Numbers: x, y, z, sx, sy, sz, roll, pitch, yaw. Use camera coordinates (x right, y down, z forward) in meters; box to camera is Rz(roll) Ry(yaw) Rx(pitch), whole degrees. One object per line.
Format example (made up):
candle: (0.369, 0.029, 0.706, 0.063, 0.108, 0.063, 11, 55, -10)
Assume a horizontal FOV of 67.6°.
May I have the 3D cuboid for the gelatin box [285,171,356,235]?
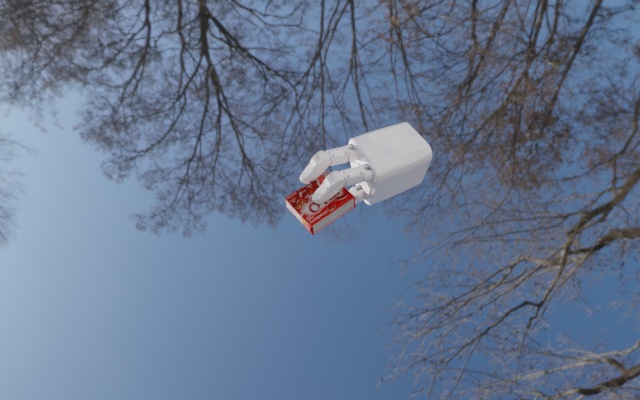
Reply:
gelatin box: (0.000, 0.003, 0.761, 0.089, 0.030, 0.073, -33, 56, -18)
